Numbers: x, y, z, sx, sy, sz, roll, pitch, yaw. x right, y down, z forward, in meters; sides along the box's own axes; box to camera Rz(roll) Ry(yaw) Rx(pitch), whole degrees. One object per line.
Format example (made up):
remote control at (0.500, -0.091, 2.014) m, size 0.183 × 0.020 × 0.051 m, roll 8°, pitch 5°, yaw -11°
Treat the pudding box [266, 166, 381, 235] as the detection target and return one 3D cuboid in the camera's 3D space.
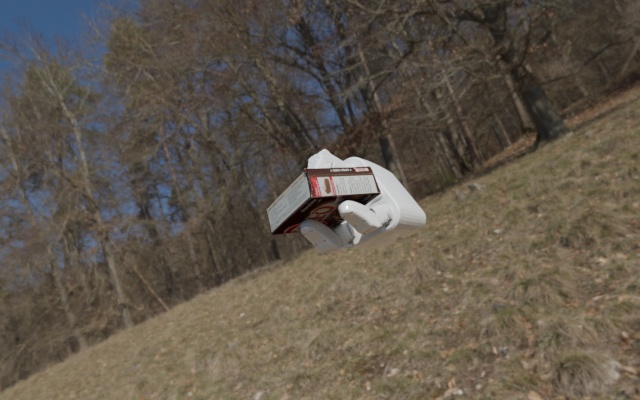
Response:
pudding box at (0.000, 0.002, 0.548) m, size 0.090 × 0.039 × 0.113 m, roll -5°, pitch -23°, yaw -31°
